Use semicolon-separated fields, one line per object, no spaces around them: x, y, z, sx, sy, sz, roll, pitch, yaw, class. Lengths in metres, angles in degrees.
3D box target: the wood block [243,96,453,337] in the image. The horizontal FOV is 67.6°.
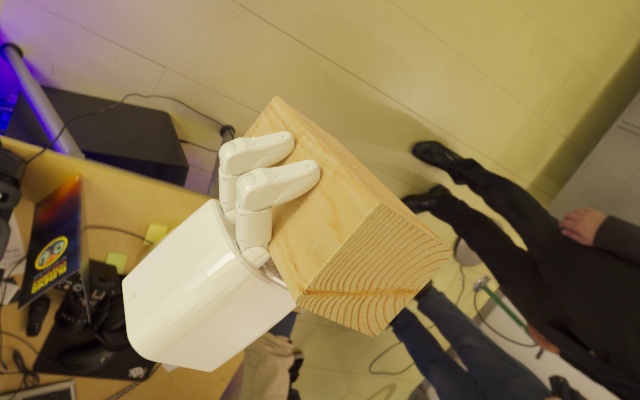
0.000;0.002;0.405;0.091;0.090;0.206;32;13;-37;wood block
